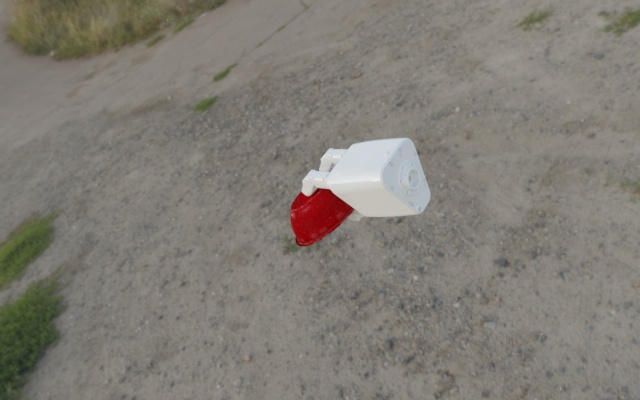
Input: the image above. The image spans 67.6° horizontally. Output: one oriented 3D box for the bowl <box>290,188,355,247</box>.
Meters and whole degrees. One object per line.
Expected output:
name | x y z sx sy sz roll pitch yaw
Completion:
bowl | -0.001 0.003 0.826 0.055 0.162 0.162 46 -16 -16
